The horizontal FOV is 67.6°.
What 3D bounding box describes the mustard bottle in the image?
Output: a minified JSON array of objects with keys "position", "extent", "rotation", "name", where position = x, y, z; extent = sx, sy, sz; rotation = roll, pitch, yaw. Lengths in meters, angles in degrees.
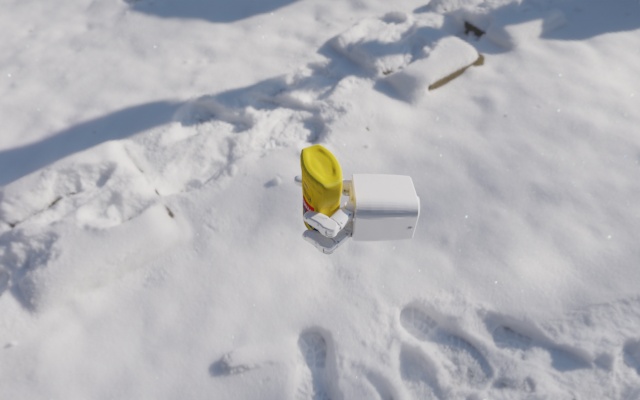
[{"position":[0.000,0.003,0.813],"extent":[0.058,0.096,0.192],"rotation":[-20,-36,-16],"name":"mustard bottle"}]
